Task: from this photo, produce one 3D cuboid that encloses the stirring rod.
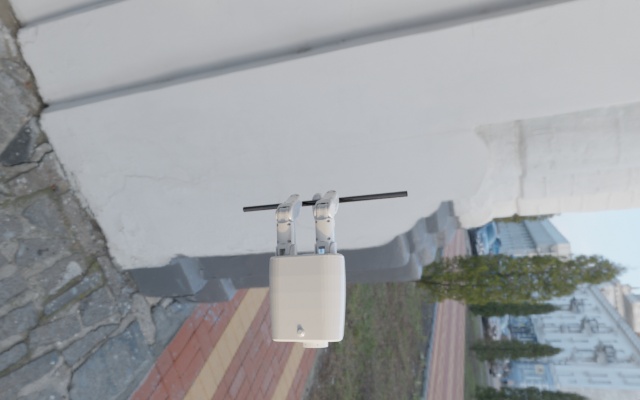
[{"bbox_3d":[0.000,0.002,0.662,0.239,0.011,0.011,-6,-2,20],"label":"stirring rod"}]
